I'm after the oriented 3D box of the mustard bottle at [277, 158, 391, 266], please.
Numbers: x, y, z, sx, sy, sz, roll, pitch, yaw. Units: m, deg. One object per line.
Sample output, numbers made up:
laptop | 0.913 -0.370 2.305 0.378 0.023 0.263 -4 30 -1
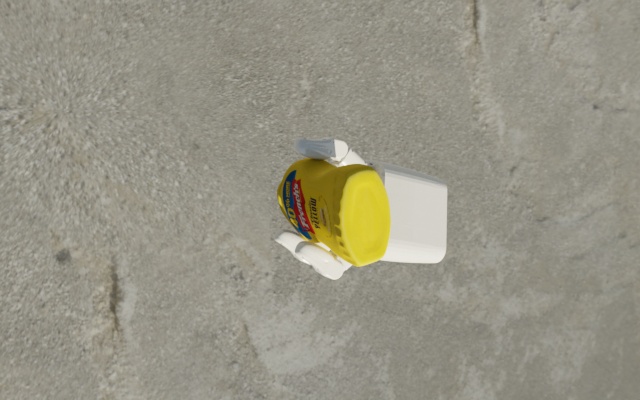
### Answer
mustard bottle | 0.000 0.002 0.528 0.058 0.096 0.191 -17 17 -25
